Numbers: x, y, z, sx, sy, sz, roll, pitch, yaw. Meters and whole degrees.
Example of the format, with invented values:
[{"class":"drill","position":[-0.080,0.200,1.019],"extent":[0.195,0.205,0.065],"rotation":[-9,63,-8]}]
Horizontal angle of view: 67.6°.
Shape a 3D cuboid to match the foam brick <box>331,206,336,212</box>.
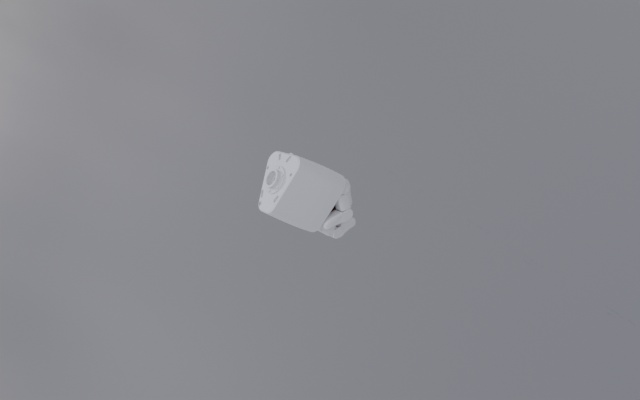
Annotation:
[{"class":"foam brick","position":[0.000,0.003,0.890],"extent":[0.051,0.053,0.078],"rotation":[22,-1,-39]}]
